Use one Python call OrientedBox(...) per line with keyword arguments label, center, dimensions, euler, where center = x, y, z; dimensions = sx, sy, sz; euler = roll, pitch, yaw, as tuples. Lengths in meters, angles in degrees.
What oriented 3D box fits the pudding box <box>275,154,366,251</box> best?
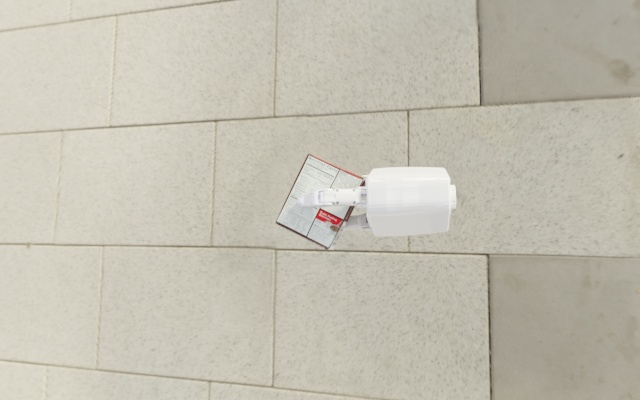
OrientedBox(label="pudding box", center=(0.000, 0.002, 0.679), dimensions=(0.090, 0.113, 0.039), euler=(26, -2, 11))
